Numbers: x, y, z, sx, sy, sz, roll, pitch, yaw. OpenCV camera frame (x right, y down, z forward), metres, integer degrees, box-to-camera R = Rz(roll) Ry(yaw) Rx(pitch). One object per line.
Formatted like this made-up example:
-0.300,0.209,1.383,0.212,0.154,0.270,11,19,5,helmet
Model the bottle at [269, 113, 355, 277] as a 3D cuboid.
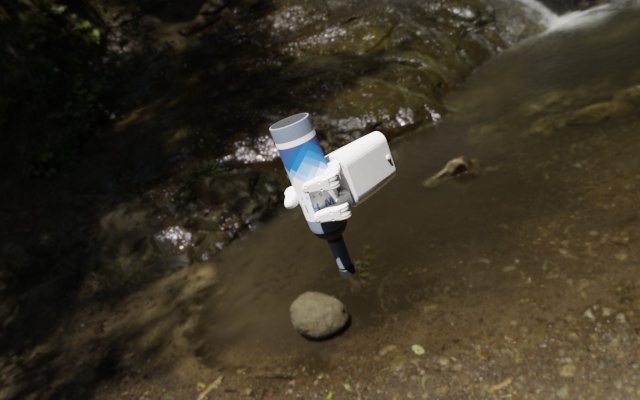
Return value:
0.000,0.002,0.806,0.069,0.296,0.069,-19,22,8,bottle
